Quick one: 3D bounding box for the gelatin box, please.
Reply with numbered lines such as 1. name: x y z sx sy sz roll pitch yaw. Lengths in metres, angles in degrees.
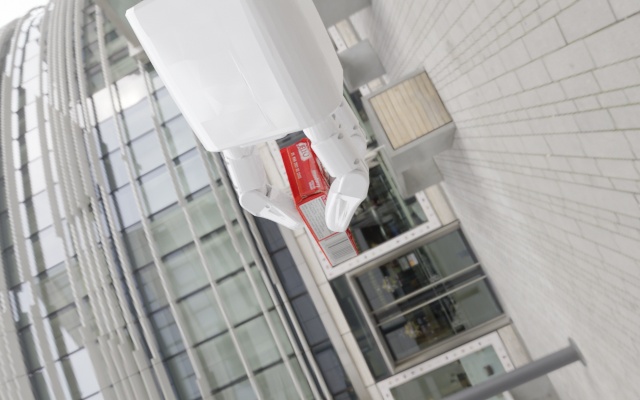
1. gelatin box: 0.000 0.002 0.414 0.030 0.073 0.089 -23 -47 5
